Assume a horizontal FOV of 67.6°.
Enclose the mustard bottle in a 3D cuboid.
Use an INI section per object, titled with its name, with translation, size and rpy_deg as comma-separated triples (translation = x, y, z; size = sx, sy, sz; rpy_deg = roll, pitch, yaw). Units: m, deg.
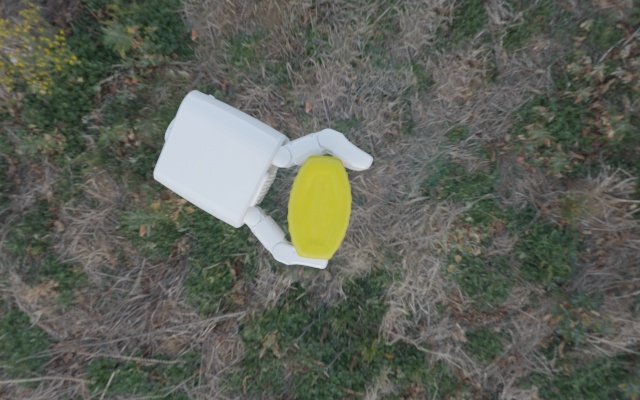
[mustard bottle]
translation = 0.000, 0.002, 0.523
size = 0.058, 0.096, 0.191
rpy_deg = 5, 3, 0
